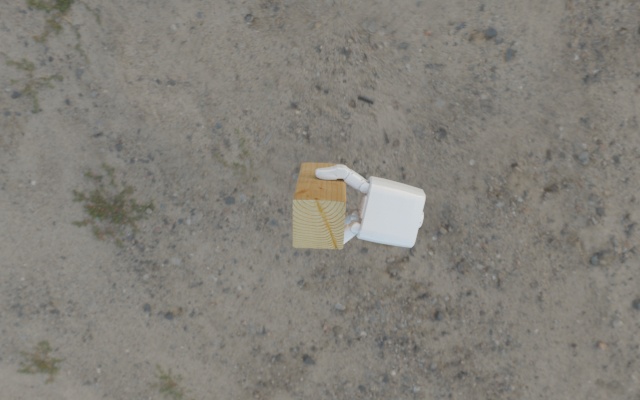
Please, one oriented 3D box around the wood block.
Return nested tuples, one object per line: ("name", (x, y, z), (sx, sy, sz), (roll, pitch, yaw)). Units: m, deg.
("wood block", (0.001, 0.003, 0.893), (0.090, 0.091, 0.206), (3, 22, 1))
